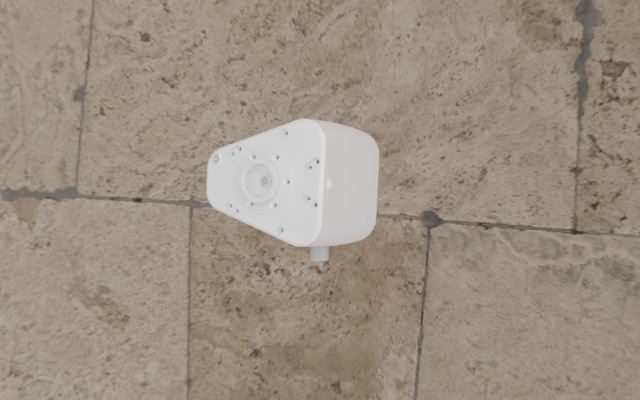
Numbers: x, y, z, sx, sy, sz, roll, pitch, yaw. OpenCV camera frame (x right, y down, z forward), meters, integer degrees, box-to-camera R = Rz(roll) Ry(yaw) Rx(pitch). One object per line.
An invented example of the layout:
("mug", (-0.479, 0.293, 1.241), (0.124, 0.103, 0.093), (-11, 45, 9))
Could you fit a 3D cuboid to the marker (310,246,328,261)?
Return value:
("marker", (0.000, 0.002, 0.496), (0.020, 0.121, 0.020), (1, 1, 0))
